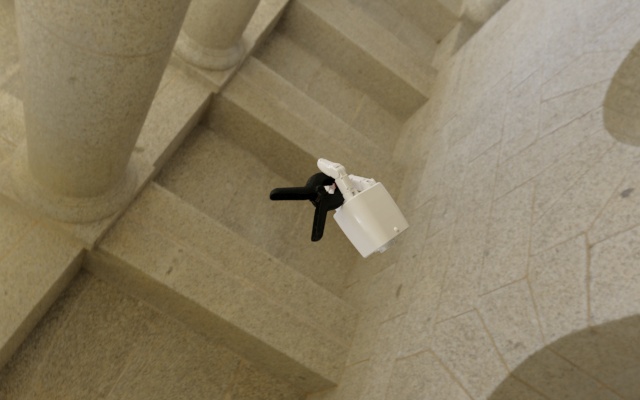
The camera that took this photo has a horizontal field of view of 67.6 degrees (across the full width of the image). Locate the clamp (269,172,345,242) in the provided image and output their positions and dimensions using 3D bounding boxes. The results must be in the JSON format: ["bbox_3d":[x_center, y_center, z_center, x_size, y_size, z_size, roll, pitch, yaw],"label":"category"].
[{"bbox_3d":[0.000,0.003,0.880,0.171,0.120,0.039,-28,-10,-39],"label":"clamp"}]
